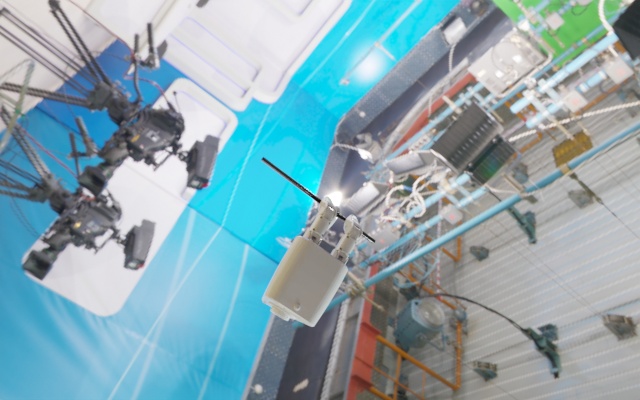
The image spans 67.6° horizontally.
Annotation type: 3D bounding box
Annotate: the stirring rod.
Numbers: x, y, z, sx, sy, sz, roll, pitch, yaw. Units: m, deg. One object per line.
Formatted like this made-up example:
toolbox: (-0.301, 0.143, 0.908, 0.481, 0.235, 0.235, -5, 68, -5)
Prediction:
stirring rod: (0.000, 0.003, 0.791, 0.239, 0.011, 0.011, 37, -12, -17)
